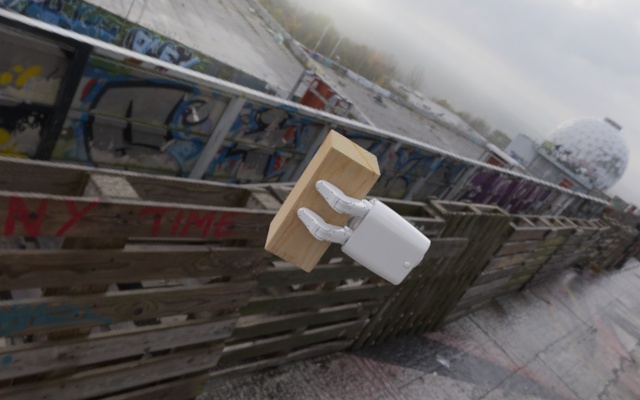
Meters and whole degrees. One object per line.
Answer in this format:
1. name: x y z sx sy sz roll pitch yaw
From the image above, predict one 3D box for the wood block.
1. wood block: 0.001 0.003 0.783 0.090 0.206 0.090 30 22 -11
